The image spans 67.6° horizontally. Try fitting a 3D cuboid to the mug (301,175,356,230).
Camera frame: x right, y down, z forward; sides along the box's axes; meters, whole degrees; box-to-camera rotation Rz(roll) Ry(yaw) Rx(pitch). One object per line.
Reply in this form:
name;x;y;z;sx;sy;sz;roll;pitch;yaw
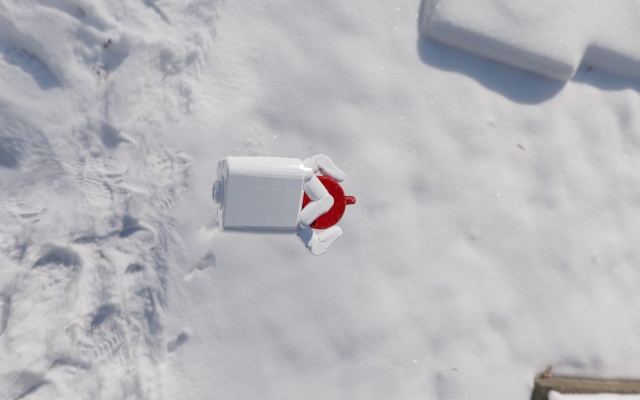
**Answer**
mug;0.002;0.003;0.752;0.117;0.093;0.081;0;2;-21
